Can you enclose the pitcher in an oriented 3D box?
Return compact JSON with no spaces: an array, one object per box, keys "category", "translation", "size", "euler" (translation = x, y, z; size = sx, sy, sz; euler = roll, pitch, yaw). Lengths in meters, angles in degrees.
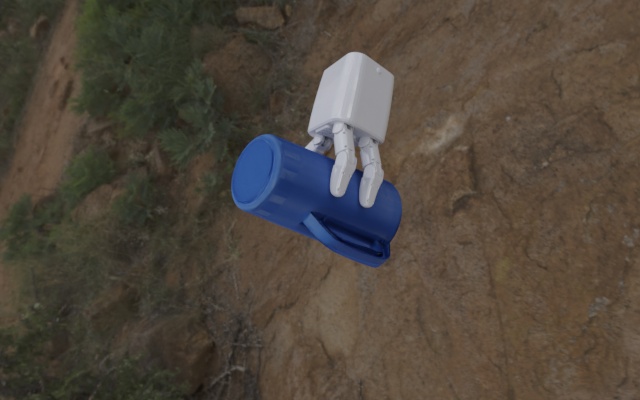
[{"category":"pitcher","translation":[0.000,0.002,0.693],"size":[0.243,0.145,0.149],"euler":[21,-11,-39]}]
